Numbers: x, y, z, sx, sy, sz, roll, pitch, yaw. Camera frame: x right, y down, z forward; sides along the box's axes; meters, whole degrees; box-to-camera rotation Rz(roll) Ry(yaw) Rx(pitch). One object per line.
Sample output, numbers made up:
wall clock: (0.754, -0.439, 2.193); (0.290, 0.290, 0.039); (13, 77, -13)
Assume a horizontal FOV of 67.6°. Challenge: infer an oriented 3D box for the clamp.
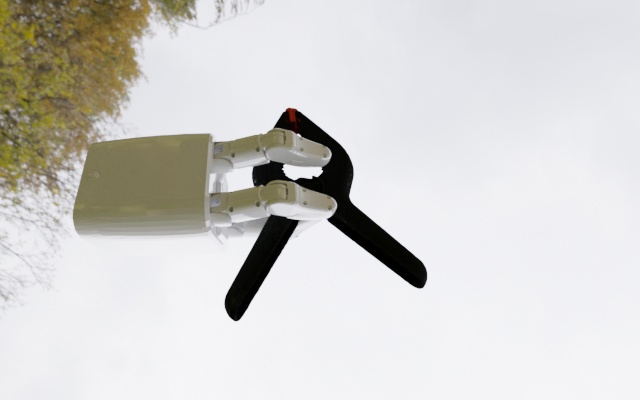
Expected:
clamp: (0.000, 0.001, 0.430); (0.164, 0.209, 0.036); (-2, -33, -4)
